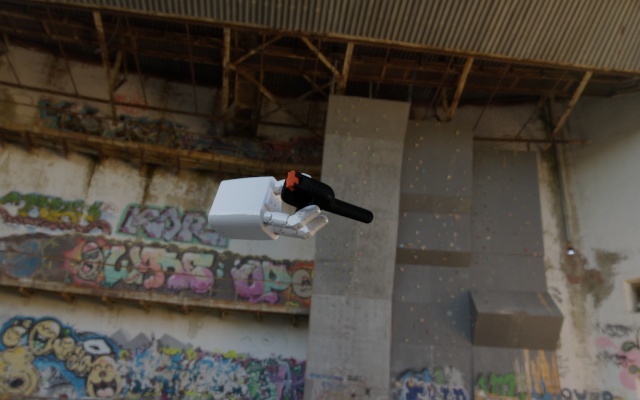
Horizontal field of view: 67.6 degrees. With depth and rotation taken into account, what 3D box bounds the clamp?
[{"bbox_3d":[0.000,0.002,0.851,0.164,0.036,0.210,-1,-22,16],"label":"clamp"}]
